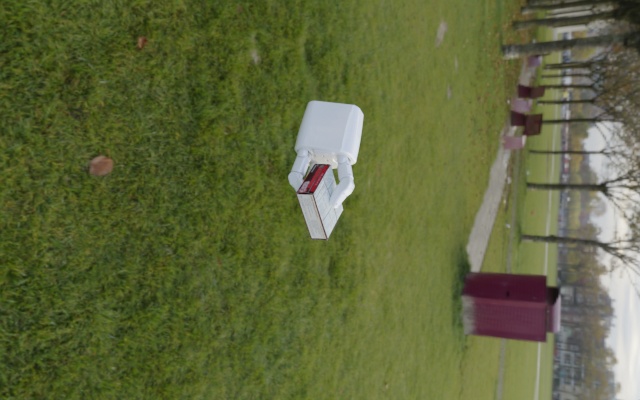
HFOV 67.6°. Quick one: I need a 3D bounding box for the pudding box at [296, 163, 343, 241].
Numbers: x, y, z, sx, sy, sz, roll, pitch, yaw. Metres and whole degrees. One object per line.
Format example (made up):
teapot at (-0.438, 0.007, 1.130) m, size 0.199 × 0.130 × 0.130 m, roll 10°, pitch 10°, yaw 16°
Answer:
pudding box at (0.000, 0.003, 0.870) m, size 0.039 × 0.114 × 0.090 m, roll 2°, pitch 40°, yaw 27°
